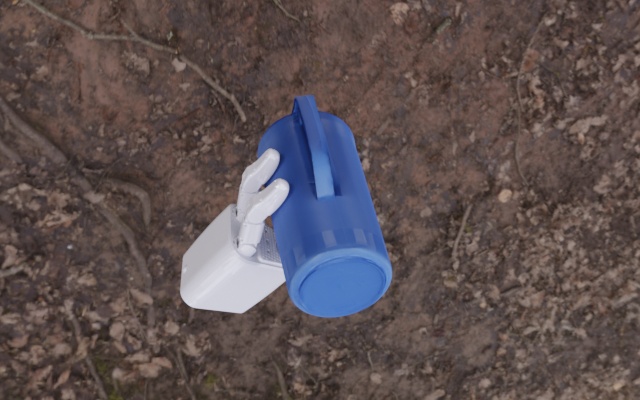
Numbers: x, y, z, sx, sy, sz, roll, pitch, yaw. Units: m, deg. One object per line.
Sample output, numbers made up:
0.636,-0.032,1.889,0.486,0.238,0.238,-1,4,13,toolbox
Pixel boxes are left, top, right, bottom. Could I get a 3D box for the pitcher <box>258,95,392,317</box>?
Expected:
0.000,0.002,0.556,0.149,0.242,0.145,31,-62,-34,pitcher
